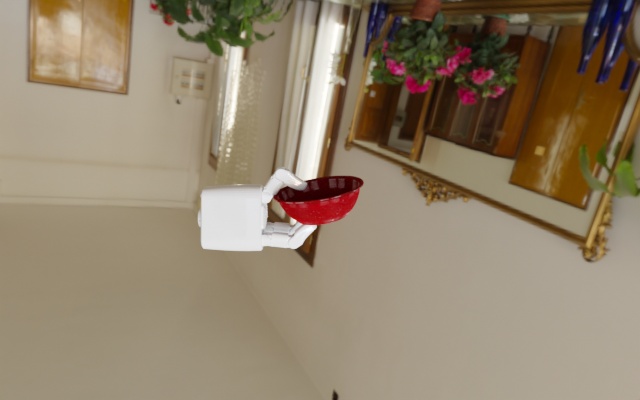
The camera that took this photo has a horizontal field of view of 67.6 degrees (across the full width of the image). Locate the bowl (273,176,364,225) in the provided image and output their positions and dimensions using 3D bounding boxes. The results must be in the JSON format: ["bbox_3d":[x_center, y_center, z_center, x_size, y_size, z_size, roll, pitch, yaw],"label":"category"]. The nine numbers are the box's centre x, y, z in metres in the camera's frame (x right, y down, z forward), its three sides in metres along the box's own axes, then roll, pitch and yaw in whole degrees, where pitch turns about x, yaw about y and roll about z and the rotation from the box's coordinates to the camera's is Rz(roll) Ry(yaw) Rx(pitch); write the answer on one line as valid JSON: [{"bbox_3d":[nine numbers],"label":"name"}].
[{"bbox_3d":[0.001,0.003,0.845,0.162,0.055,0.162,-9,15,3],"label":"bowl"}]
